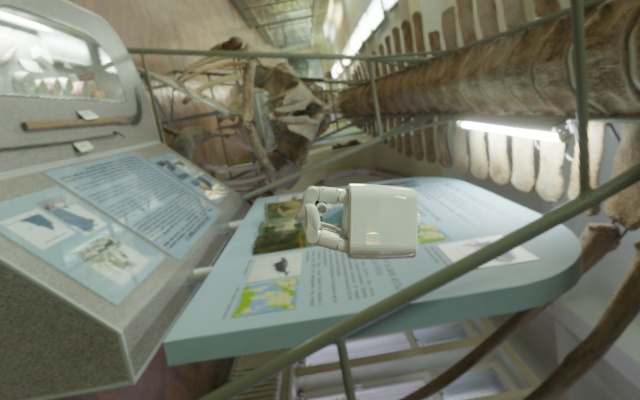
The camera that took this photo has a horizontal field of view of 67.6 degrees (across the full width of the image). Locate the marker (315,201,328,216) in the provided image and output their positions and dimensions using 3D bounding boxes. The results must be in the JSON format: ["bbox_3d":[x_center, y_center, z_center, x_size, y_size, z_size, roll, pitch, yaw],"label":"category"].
[{"bbox_3d":[0.000,0.003,0.780,0.020,0.020,0.121,0,12,-2],"label":"marker"}]
